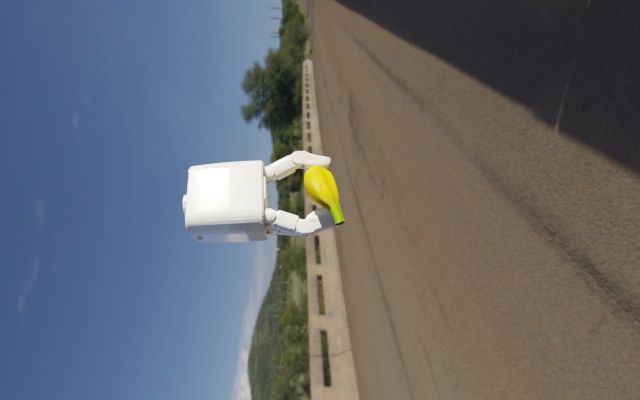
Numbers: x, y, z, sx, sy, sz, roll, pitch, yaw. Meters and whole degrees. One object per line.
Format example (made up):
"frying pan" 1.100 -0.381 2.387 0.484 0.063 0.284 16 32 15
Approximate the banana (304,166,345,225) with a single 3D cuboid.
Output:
"banana" -0.002 -0.015 0.672 0.037 0.069 0.197 -9 10 -5
